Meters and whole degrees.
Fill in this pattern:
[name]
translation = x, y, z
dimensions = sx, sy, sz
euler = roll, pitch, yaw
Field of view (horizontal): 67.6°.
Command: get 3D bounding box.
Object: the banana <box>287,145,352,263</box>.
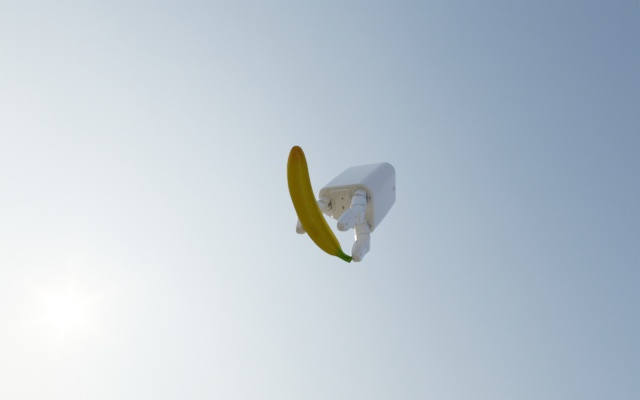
[banana]
translation = -0.012, 0.009, 0.740
dimensions = 0.069, 0.198, 0.037
euler = -14, 18, 42
